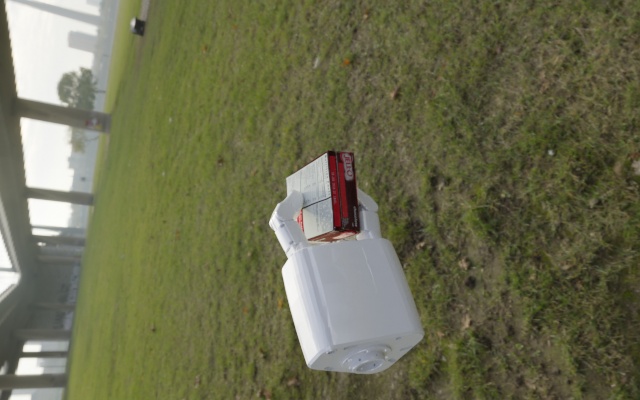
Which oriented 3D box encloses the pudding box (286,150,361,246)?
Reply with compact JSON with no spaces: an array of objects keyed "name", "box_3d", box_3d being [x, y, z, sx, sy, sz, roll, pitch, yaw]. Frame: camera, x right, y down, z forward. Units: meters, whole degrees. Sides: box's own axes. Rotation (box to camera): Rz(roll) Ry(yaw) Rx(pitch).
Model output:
[{"name":"pudding box","box_3d":[0.000,0.002,0.547,0.039,0.090,0.113,4,-15,-30]}]
